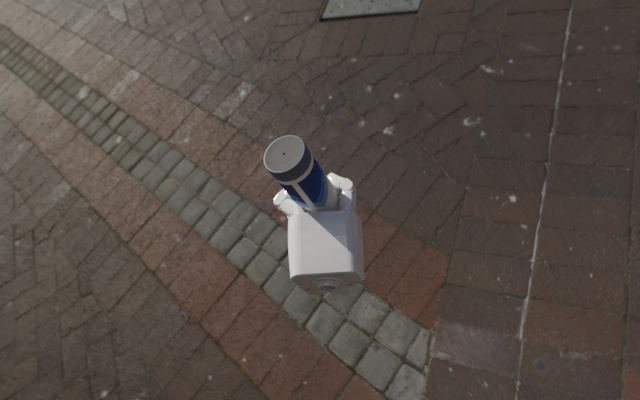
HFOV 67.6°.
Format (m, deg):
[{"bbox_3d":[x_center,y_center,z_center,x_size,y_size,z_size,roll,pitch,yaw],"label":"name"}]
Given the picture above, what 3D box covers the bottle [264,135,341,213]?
[{"bbox_3d":[0.000,0.002,0.807,0.069,0.069,0.296,0,-29,24],"label":"bottle"}]
